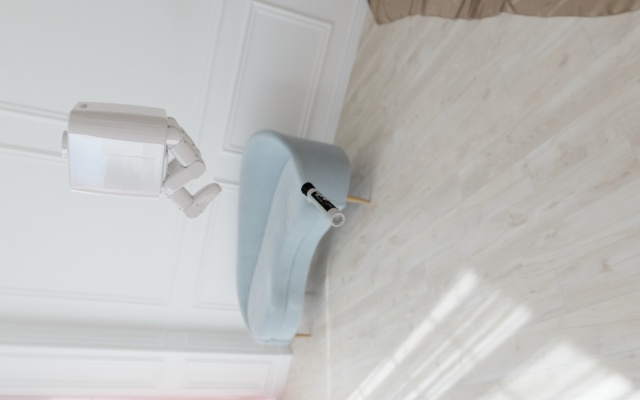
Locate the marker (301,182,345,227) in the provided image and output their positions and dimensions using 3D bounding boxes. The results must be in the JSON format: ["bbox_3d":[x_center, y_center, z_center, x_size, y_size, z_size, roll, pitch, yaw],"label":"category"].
[{"bbox_3d":[0.000,0.002,0.614,0.020,0.020,0.121,0,20,-21],"label":"marker"}]
